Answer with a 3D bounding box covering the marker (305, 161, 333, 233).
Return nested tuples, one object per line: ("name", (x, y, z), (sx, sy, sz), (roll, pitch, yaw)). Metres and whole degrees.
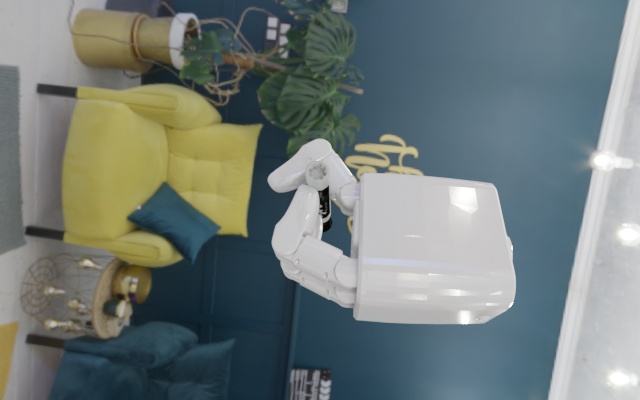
("marker", (0.000, 0.001, 0.409), (0.020, 0.020, 0.121), (0, -22, 2))
